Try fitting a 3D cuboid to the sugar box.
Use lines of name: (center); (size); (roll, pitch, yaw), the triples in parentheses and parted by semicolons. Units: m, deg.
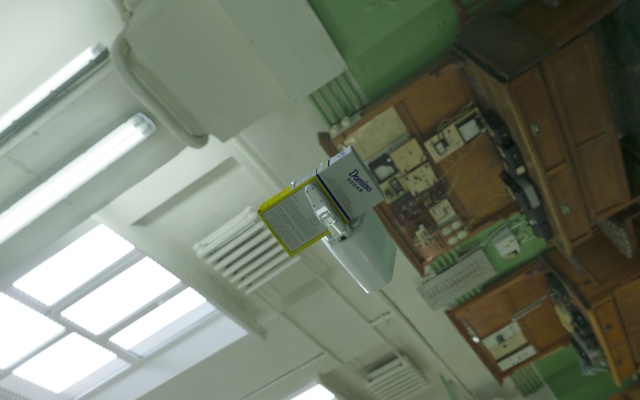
sugar box: (0.000, 0.002, 0.734); (0.176, 0.093, 0.048); (-32, 17, 10)
